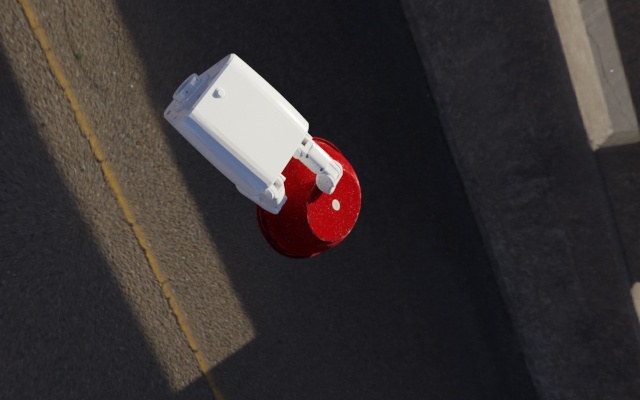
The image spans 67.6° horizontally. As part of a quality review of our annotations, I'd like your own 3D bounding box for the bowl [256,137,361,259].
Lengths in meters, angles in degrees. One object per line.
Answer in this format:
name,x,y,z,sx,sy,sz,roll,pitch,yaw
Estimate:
bowl,0.001,0.003,0.606,0.162,0.162,0.055,0,9,-42
